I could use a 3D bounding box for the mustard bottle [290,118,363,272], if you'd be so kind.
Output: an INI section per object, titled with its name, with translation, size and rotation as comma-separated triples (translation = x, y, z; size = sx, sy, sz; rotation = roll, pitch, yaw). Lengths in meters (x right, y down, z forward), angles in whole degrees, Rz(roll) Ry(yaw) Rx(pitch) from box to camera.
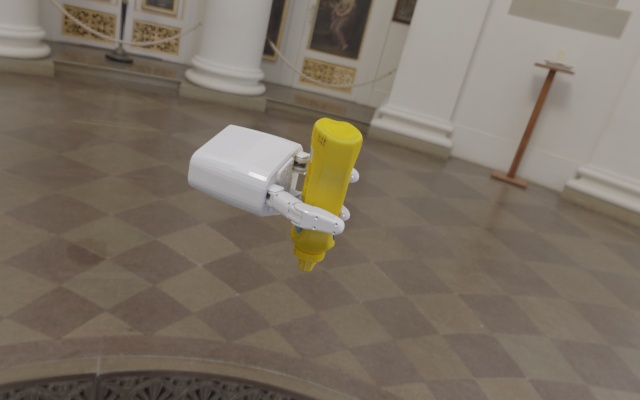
[mustard bottle]
translation = 0.000, 0.002, 0.587
size = 0.058, 0.192, 0.096
rotation = 10, 22, -9
